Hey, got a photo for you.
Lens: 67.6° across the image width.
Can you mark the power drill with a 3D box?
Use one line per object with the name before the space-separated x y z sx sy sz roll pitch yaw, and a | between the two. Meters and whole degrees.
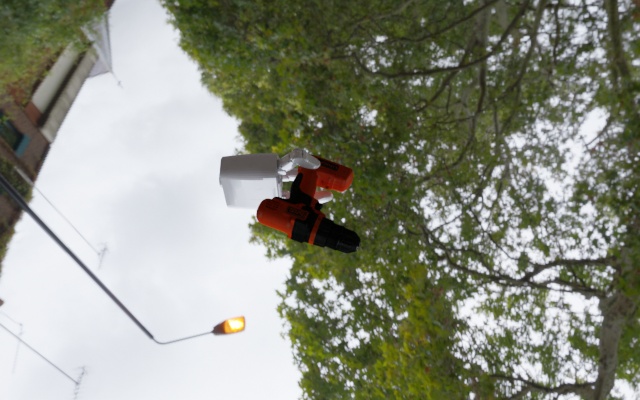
power drill | 0.000 0.002 0.855 0.184 0.057 0.187 21 41 5
